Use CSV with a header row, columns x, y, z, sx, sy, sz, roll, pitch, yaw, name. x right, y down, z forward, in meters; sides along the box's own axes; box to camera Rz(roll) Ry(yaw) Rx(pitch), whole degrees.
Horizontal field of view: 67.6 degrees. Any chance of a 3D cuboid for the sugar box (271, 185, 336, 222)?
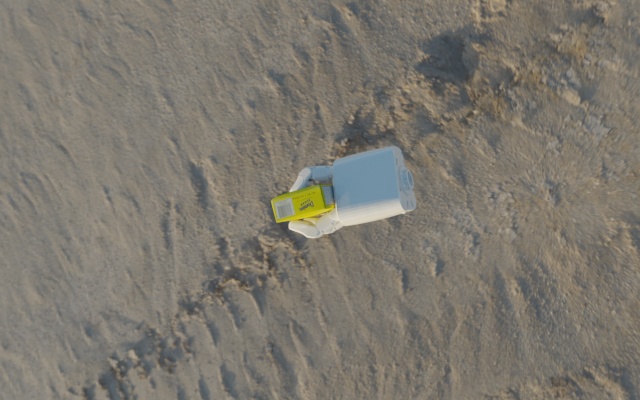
x,y,z,sx,sy,sz,roll,pitch,yaw,name
0.000,0.003,0.823,0.093,0.048,0.176,-15,-7,25,sugar box
